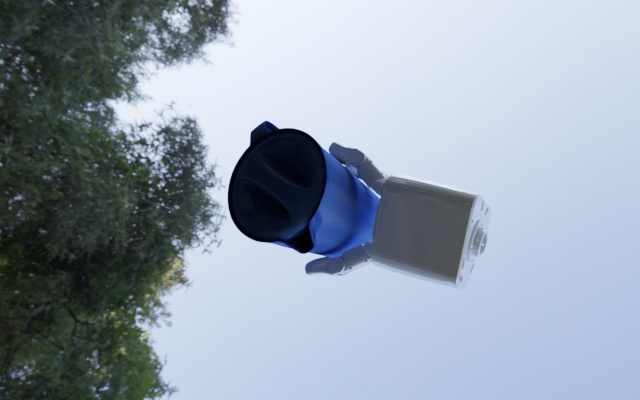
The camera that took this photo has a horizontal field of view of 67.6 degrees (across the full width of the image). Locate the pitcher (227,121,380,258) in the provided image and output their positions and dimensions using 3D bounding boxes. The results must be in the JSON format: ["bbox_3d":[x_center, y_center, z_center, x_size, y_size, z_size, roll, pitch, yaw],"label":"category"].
[{"bbox_3d":[0.000,0.002,0.628,0.145,0.149,0.243,12,-9,32],"label":"pitcher"}]
